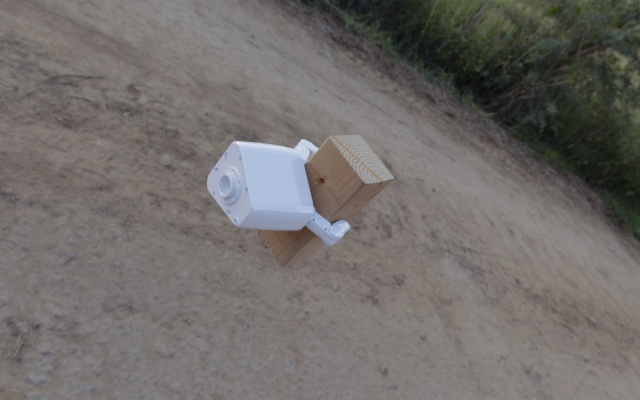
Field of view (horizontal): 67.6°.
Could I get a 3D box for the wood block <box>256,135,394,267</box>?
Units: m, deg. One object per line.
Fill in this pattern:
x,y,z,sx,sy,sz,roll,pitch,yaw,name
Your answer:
0.000,0.003,0.741,0.206,0.090,0.090,-46,-19,32,wood block
